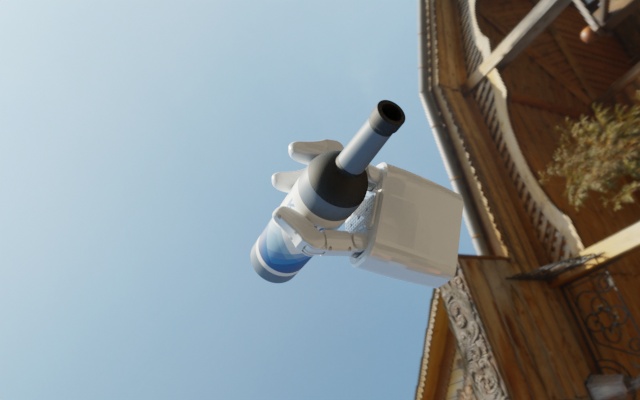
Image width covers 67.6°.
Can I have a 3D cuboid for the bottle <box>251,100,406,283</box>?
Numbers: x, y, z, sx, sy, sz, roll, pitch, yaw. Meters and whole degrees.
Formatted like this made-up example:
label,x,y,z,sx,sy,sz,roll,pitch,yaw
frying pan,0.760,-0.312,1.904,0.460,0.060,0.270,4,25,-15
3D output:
label,x,y,z,sx,sy,sz,roll,pitch,yaw
bottle,0.000,0.002,0.507,0.069,0.069,0.296,0,-31,-28
